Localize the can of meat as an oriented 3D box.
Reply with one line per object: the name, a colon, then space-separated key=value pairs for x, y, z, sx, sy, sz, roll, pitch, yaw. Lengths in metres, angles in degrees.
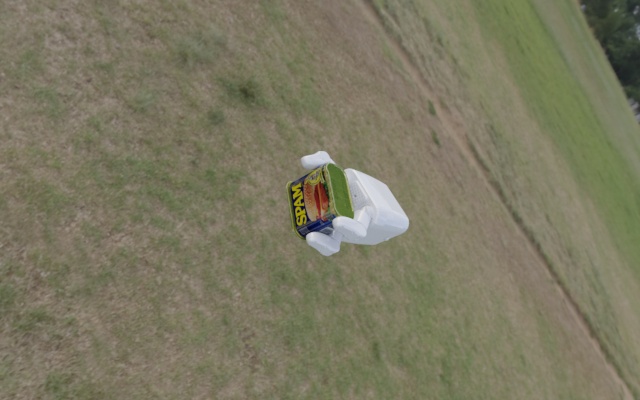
can of meat: x=0.000 y=0.002 z=0.733 sx=0.084 sy=0.102 sz=0.057 roll=-27 pitch=-30 yaw=32
